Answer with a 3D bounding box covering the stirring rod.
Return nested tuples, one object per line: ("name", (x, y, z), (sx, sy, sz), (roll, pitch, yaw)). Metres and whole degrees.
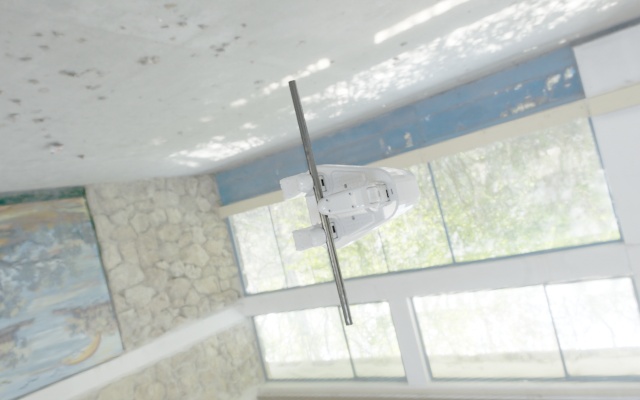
("stirring rod", (0.000, 0.001, 0.459), (0.011, 0.239, 0.011), (-13, -2, 0))
